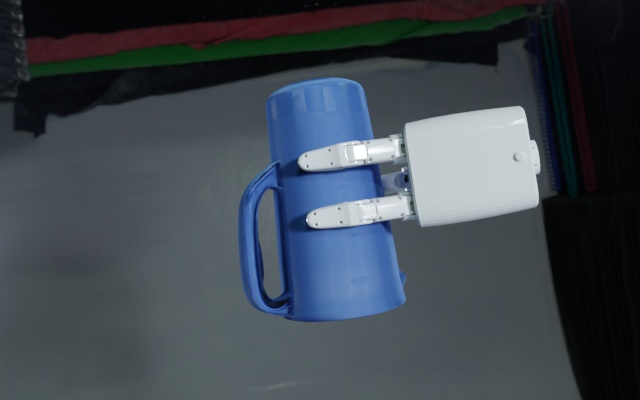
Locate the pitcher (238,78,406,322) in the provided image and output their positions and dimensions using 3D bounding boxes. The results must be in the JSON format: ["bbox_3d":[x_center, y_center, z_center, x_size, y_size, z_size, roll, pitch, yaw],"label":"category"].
[{"bbox_3d":[0.000,0.002,0.509,0.145,0.243,0.149,-9,-2,18],"label":"pitcher"}]
